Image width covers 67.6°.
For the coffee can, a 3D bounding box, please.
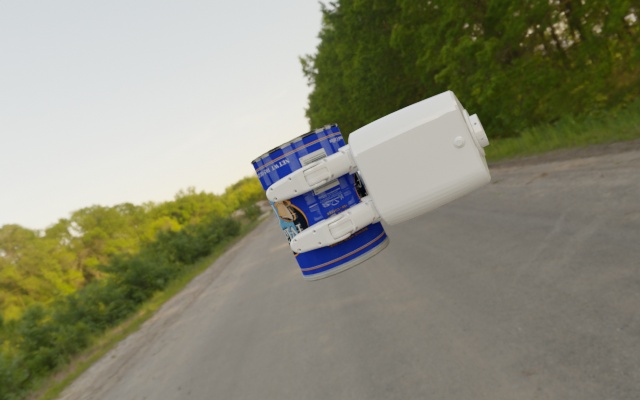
[{"bbox_3d":[0.000,0.002,0.518,0.103,0.140,0.103,-25,3,1],"label":"coffee can"}]
